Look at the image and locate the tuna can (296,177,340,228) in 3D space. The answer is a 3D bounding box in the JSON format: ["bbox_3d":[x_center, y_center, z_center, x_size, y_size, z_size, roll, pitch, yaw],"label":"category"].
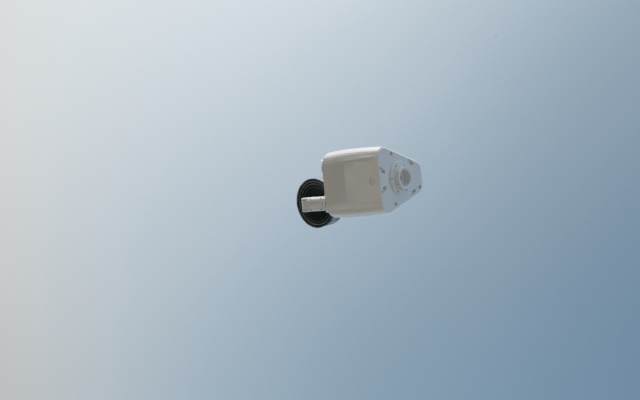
[{"bbox_3d":[0.000,0.003,0.824,0.086,0.086,0.034,0,8,43],"label":"tuna can"}]
